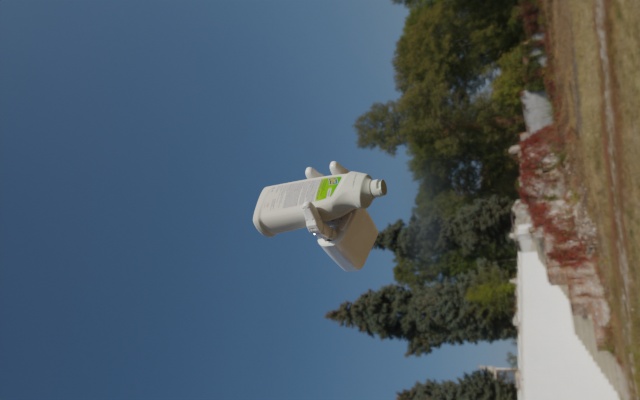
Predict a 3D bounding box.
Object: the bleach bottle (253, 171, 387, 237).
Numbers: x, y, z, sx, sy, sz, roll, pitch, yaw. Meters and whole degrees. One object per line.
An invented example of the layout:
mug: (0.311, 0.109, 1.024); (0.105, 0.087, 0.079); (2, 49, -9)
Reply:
bleach bottle: (0.000, 0.003, 0.883); (0.251, 0.102, 0.068); (-10, -41, 29)
